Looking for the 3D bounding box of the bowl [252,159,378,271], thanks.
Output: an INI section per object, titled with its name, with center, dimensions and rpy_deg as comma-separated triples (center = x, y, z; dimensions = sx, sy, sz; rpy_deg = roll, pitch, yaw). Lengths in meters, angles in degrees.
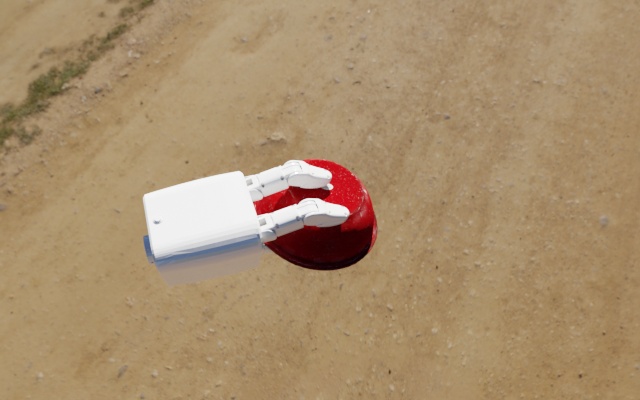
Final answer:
[bowl]
center = 0.001, 0.001, 0.574
dimensions = 0.162, 0.162, 0.055
rpy_deg = 0, -39, -18
